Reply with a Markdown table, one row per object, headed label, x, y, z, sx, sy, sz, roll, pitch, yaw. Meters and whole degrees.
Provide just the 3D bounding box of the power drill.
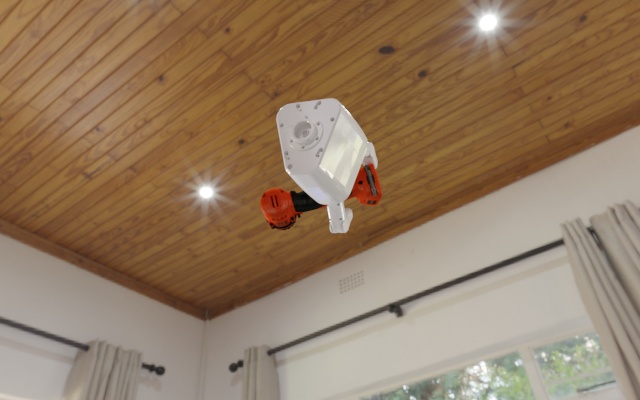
| label | x | y | z | sx | sy | sz | roll | pitch | yaw |
| --- | --- | --- | --- | --- | --- | --- | --- | --- | --- |
| power drill | 0.001 | 0.002 | 0.773 | 0.187 | 0.057 | 0.184 | -16 | -9 | -2 |
